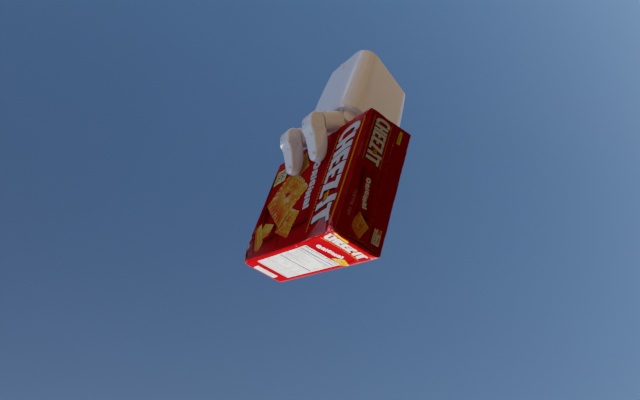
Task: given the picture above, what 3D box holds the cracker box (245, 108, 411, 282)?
[{"bbox_3d":[0.000,0.002,0.592,0.072,0.164,0.214,31,-30,-23],"label":"cracker box"}]
